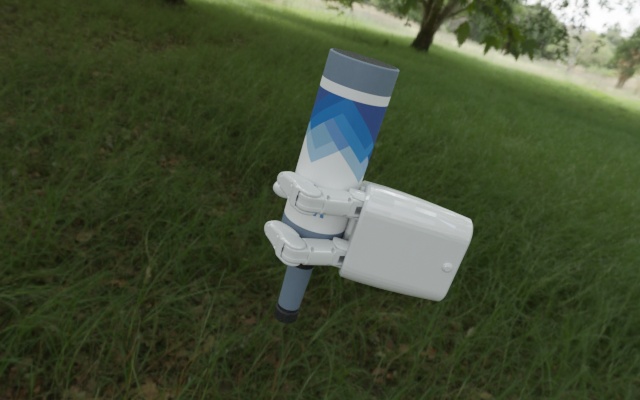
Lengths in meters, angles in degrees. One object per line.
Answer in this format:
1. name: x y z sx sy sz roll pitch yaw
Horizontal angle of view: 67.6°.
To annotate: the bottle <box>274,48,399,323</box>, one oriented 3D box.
1. bottle: 0.000 0.001 0.490 0.069 0.296 0.069 15 22 -6
